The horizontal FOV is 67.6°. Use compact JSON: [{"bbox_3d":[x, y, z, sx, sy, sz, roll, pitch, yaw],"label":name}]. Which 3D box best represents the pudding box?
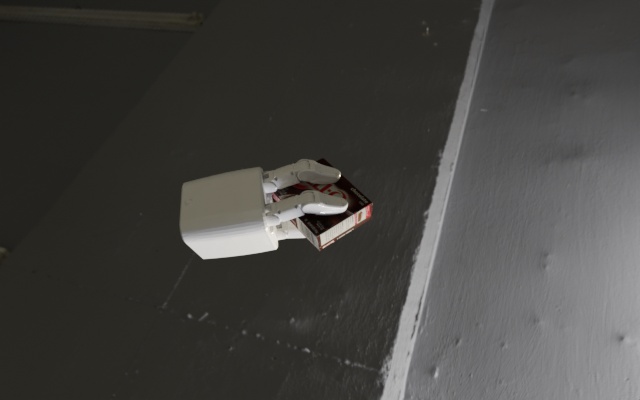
[{"bbox_3d":[0.000,0.002,0.635,0.090,0.039,0.113,-31,55,-20],"label":"pudding box"}]
